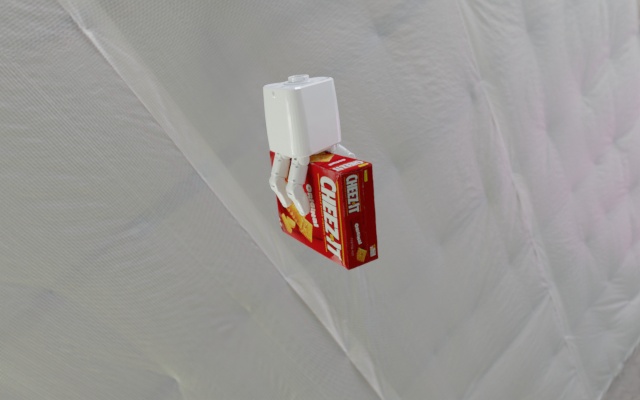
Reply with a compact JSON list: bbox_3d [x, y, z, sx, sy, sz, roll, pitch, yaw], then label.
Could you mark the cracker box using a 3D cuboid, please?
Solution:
[{"bbox_3d":[0.000,0.003,0.811,0.072,0.164,0.213,-19,24,-29],"label":"cracker box"}]
